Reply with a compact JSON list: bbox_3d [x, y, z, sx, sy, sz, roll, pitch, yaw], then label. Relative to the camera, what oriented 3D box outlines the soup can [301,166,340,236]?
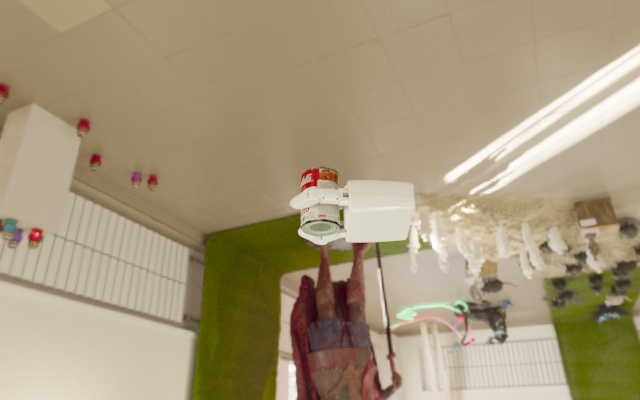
[{"bbox_3d":[0.000,0.003,0.816,0.068,0.102,0.068,-1,-26,0],"label":"soup can"}]
